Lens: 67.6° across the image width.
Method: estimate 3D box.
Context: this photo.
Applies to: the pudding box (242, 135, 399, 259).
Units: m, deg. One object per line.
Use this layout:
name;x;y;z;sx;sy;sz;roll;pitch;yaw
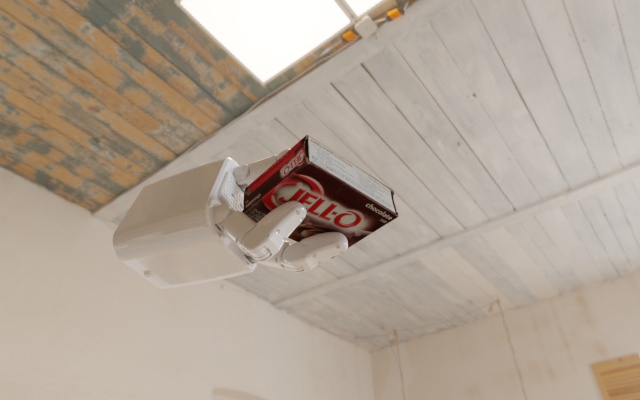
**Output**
pudding box;0.000;0.001;0.436;0.113;0.039;0.090;27;-47;-33
